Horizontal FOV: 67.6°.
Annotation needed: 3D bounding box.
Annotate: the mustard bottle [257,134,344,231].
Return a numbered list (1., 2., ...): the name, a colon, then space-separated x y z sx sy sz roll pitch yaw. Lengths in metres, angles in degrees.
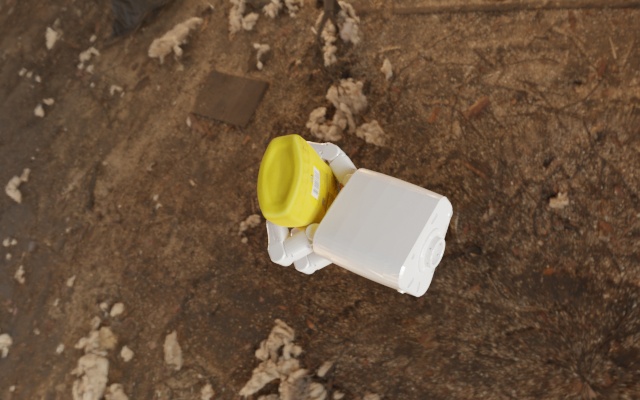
1. mustard bottle: 0.000 0.002 0.576 0.058 0.096 0.192 -7 -21 27
